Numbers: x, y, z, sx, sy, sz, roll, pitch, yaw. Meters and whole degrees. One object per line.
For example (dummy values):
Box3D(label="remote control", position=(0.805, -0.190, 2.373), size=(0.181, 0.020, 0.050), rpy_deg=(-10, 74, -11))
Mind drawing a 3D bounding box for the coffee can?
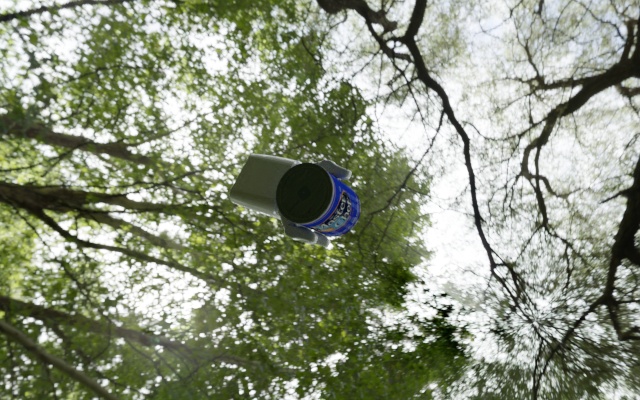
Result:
Box3D(label="coffee can", position=(0.000, 0.003, 0.832), size=(0.103, 0.102, 0.140), rpy_deg=(0, -13, 24))
